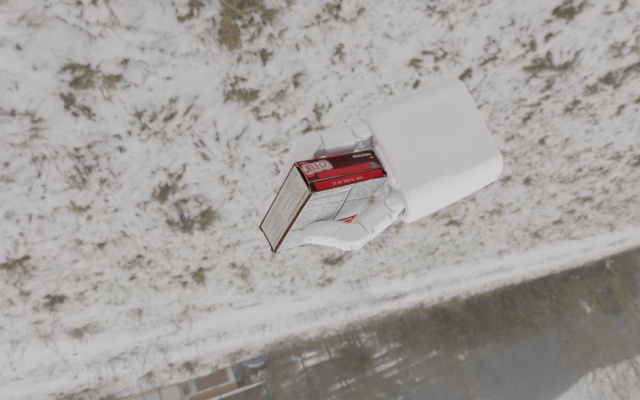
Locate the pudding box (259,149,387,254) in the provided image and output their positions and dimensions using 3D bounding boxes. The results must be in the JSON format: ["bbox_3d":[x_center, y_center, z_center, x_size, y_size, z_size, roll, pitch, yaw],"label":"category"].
[{"bbox_3d":[0.000,0.002,0.467,0.090,0.039,0.114,-12,-30,-33],"label":"pudding box"}]
